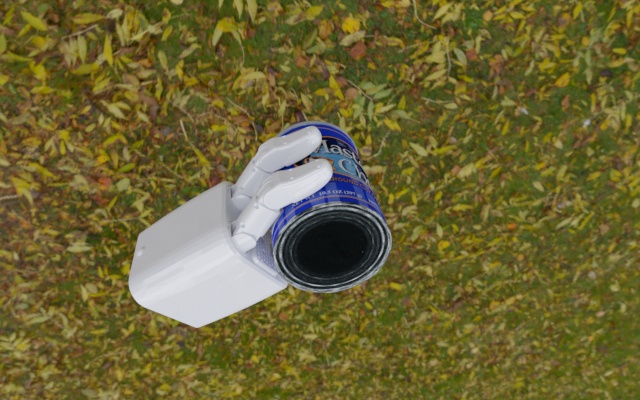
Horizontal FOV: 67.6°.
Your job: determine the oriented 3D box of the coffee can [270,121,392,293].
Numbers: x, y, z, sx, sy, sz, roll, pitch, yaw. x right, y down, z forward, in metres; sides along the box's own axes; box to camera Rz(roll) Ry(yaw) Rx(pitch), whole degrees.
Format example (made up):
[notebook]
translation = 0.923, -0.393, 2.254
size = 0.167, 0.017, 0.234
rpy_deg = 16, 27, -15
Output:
[coffee can]
translation = 0.000, 0.001, 0.457
size = 0.103, 0.103, 0.140
rpy_deg = 0, 37, -11
